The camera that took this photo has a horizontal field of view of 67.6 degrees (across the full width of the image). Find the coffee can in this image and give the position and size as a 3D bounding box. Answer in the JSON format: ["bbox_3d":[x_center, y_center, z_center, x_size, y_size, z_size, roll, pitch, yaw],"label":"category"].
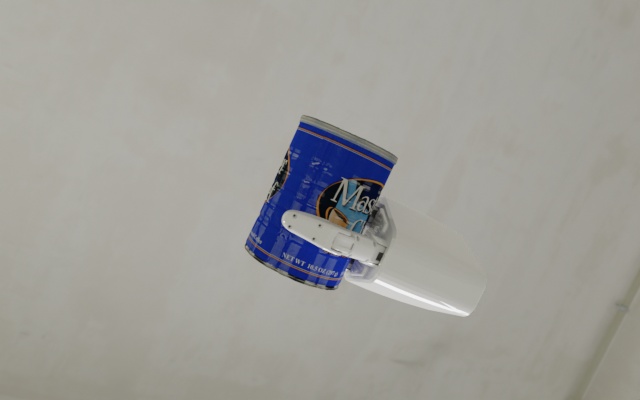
[{"bbox_3d":[0.000,0.001,0.469,0.103,0.140,0.103,24,4,-2],"label":"coffee can"}]
